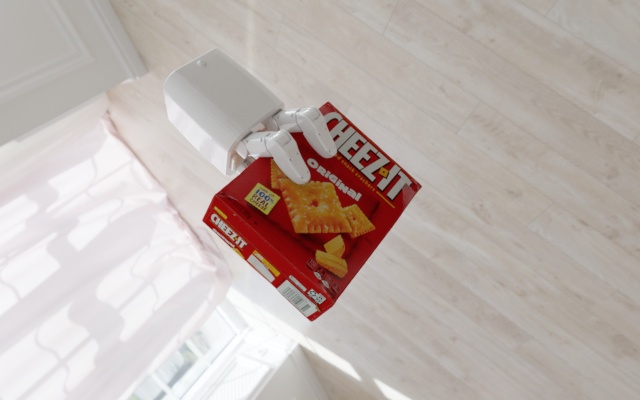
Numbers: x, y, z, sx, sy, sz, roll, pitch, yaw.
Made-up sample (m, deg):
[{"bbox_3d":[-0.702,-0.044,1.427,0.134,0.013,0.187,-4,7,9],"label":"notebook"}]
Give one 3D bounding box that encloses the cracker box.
[{"bbox_3d":[0.000,0.002,0.552,0.213,0.164,0.072,-46,-1,-37],"label":"cracker box"}]
